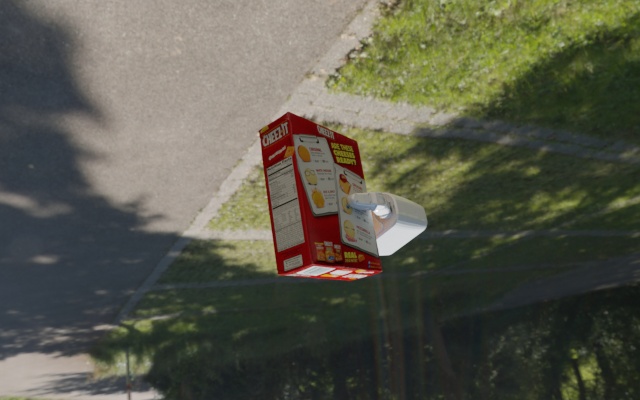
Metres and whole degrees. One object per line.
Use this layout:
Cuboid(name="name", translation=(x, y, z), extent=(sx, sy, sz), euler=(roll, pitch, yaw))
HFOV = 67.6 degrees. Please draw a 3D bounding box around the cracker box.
Cuboid(name="cracker box", translation=(0.000, 0.002, 0.681), extent=(0.072, 0.213, 0.164), euler=(-23, -23, 34))
